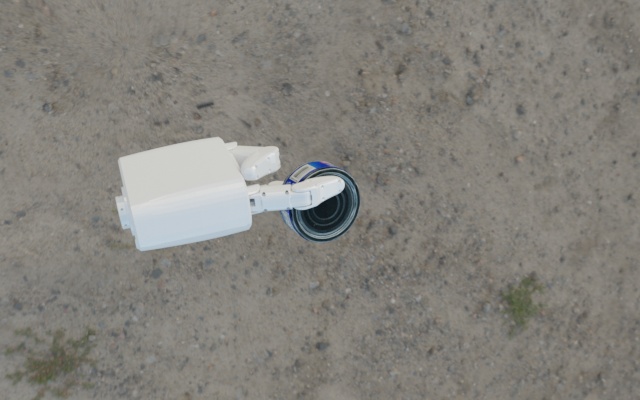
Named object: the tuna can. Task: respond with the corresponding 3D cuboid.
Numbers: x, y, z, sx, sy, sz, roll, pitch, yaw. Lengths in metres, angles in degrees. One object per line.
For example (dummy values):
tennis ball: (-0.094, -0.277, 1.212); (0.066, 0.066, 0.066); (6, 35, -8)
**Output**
tuna can: (0.000, 0.002, 0.517); (0.086, 0.086, 0.033); (0, 15, -28)
